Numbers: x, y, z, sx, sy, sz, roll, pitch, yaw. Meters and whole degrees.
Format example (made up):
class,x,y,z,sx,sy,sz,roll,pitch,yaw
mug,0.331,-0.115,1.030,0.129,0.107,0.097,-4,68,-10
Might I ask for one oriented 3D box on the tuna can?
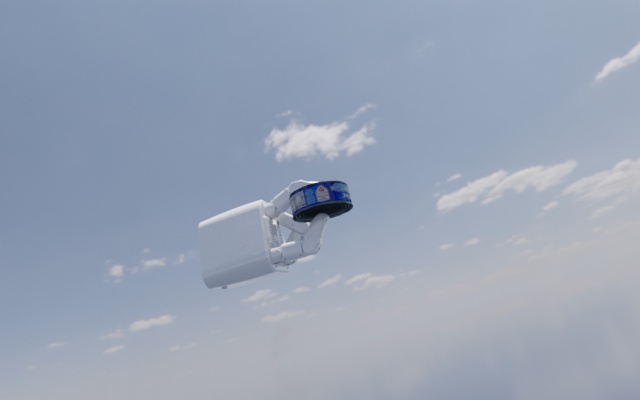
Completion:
class,x,y,z,sx,sy,sz,roll,pitch,yaw
tuna can,0.000,0.002,0.664,0.086,0.033,0.086,-11,-16,-3
